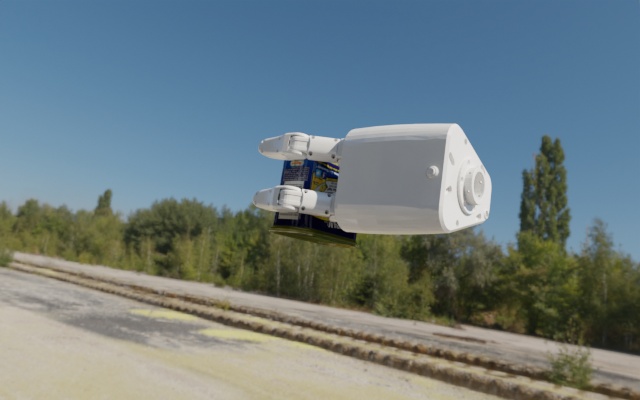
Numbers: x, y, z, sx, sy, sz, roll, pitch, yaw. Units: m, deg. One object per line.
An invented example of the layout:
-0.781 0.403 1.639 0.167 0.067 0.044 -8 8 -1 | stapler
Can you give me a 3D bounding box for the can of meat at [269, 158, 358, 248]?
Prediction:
0.000 0.001 0.512 0.057 0.084 0.102 0 -12 44 | can of meat
